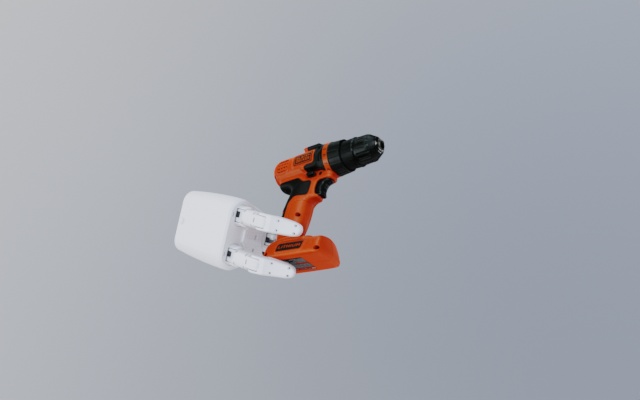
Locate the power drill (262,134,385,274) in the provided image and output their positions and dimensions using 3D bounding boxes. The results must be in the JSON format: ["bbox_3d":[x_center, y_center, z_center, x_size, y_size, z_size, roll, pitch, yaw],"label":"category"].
[{"bbox_3d":[0.000,0.003,0.656,0.184,0.187,0.057,-16,-41,37],"label":"power drill"}]
